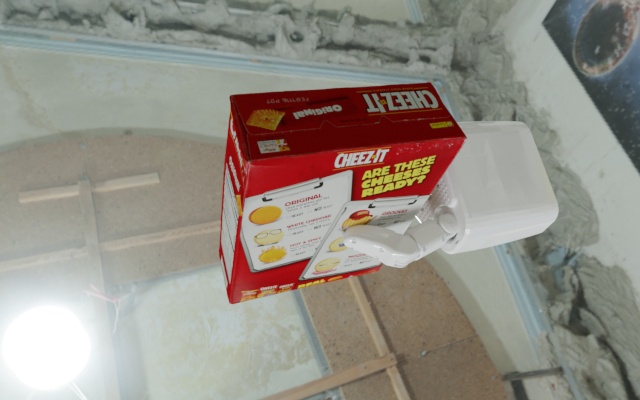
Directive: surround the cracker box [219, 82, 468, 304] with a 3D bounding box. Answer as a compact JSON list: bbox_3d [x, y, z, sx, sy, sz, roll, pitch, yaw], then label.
[{"bbox_3d":[0.000,0.002,0.415,0.164,0.072,0.214,-9,-33,-20],"label":"cracker box"}]
